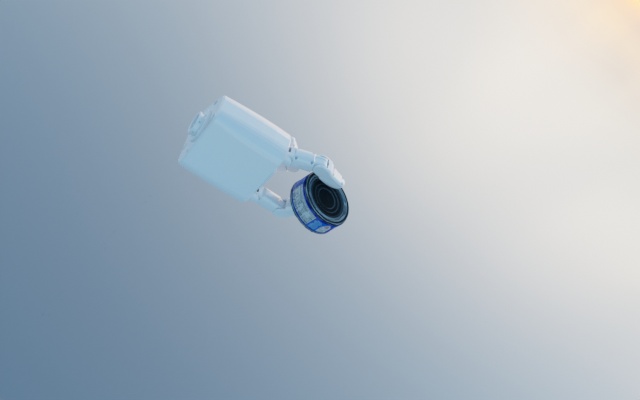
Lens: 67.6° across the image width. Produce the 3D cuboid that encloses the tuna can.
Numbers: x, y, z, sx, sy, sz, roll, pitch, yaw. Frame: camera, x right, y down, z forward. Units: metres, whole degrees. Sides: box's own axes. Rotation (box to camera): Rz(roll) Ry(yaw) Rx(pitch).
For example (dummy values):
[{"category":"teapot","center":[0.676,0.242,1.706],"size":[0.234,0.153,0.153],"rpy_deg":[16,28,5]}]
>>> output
[{"category":"tuna can","center":[0.001,0.002,0.675],"size":[0.086,0.086,0.034],"rpy_deg":[0,-24,-48]}]
